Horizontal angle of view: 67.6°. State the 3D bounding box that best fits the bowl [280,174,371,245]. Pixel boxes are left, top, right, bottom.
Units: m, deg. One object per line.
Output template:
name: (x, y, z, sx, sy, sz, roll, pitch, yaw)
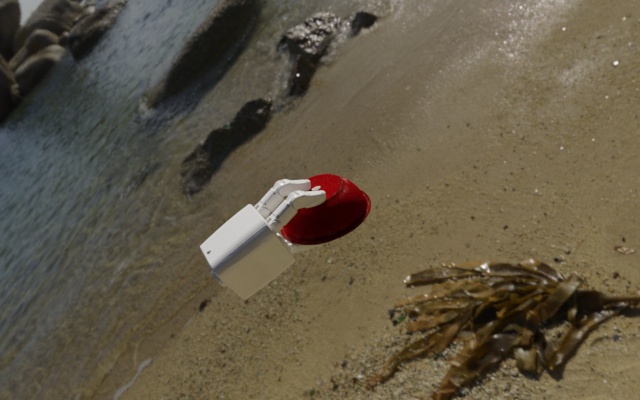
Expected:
bowl: (0.001, 0.002, 0.797, 0.162, 0.055, 0.162, -15, 31, 9)
